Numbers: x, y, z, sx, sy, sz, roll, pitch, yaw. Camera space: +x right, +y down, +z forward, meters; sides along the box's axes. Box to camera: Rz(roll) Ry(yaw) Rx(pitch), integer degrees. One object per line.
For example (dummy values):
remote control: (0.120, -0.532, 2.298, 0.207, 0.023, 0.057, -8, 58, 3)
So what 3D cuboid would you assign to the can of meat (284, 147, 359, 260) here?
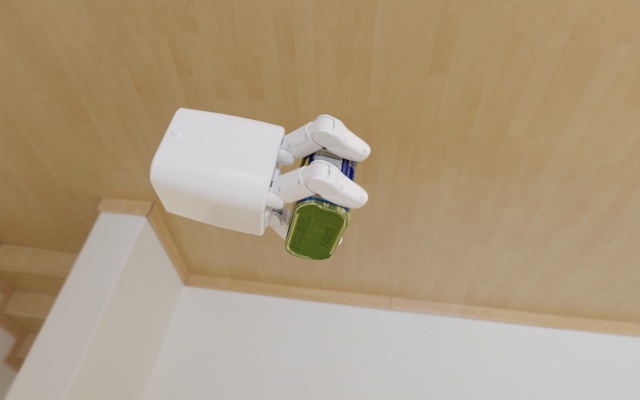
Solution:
can of meat: (0.000, 0.002, 0.485, 0.057, 0.084, 0.102, 14, -38, -5)
